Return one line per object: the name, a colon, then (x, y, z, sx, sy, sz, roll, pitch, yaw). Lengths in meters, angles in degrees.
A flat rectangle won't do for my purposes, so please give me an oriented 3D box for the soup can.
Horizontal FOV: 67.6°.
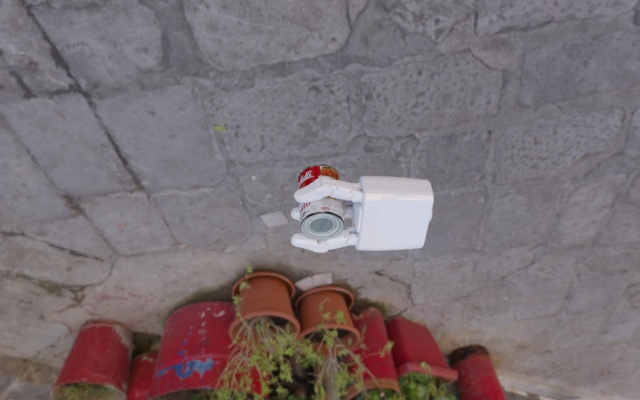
soup can: (0.000, 0.003, 0.744, 0.068, 0.102, 0.069, -2, -41, -2)
